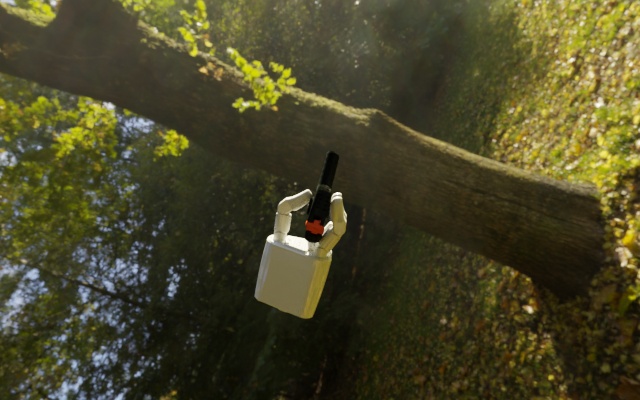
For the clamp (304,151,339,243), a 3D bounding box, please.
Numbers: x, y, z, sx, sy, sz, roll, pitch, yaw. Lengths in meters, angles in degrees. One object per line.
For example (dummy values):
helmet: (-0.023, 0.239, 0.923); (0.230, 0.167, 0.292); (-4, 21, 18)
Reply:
clamp: (-0.001, 0.003, 0.789); (0.036, 0.164, 0.210); (14, 10, 0)
